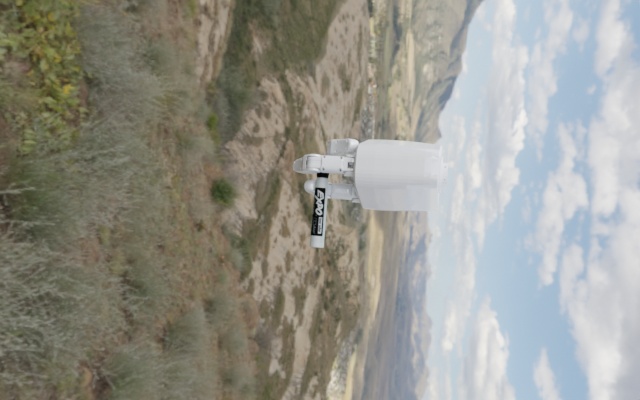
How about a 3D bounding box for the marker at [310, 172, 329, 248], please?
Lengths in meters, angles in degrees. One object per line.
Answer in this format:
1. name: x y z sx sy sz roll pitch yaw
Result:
1. marker: 0.000 0.002 0.637 0.020 0.121 0.020 5 -4 0
